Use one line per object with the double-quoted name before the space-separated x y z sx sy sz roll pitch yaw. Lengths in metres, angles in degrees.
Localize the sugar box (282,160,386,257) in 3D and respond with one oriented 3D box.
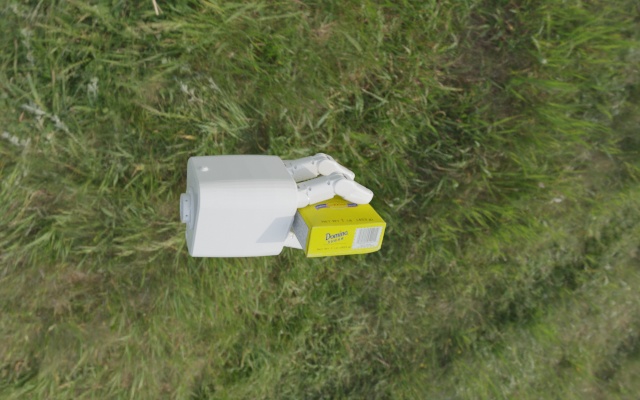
"sugar box" 0.000 0.002 0.595 0.093 0.048 0.176 -2 31 -23
